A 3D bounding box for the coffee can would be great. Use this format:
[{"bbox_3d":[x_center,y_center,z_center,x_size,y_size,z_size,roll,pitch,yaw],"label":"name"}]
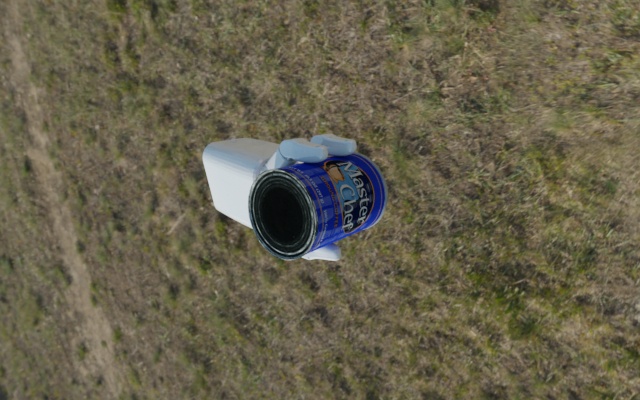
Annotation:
[{"bbox_3d":[0.000,0.002,0.568,0.103,0.103,0.140,0,12,40],"label":"coffee can"}]
